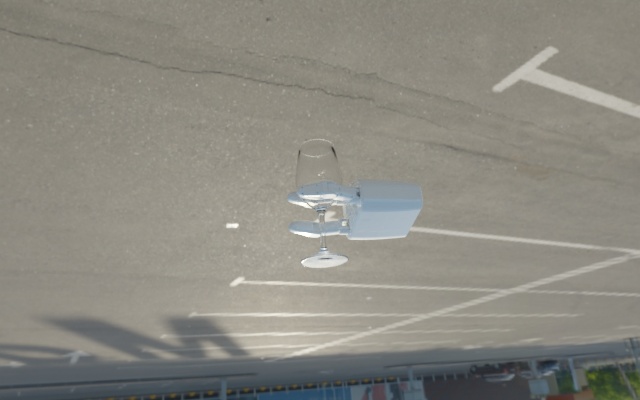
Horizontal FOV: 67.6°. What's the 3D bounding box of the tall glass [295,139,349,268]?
[{"bbox_3d":[0.000,0.003,0.776,0.079,0.201,0.079,-4,-22,-2],"label":"tall glass"}]
